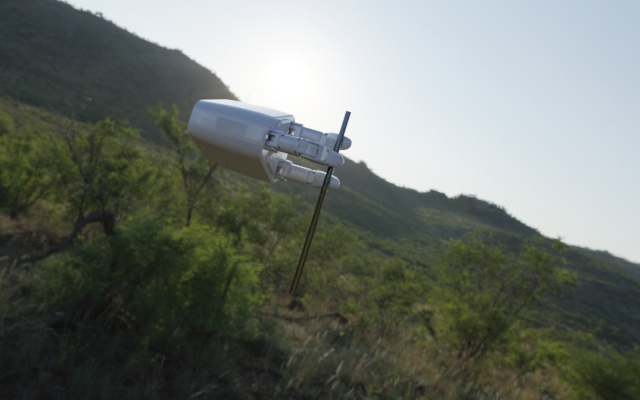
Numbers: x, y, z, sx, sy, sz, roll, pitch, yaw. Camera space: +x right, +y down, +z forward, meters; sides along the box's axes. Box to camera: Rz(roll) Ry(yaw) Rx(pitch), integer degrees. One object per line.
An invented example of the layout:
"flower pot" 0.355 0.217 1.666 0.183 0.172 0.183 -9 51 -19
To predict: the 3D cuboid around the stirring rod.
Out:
"stirring rod" 0.000 0.002 0.604 0.011 0.239 0.011 17 -1 0
